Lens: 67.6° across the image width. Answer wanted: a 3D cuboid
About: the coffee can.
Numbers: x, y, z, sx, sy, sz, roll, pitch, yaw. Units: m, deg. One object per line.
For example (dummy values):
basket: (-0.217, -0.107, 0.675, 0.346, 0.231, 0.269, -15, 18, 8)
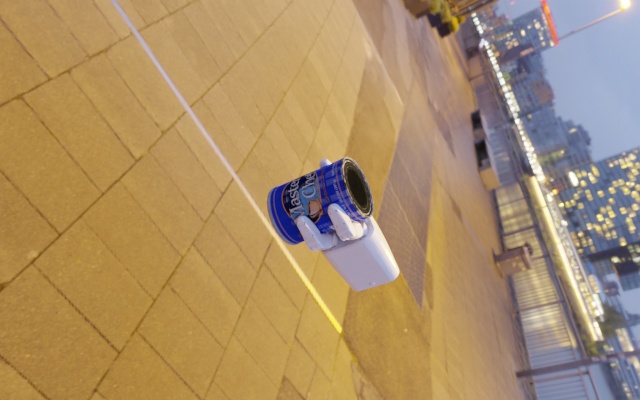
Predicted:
coffee can: (0.000, 0.002, 0.768, 0.140, 0.103, 0.103, -22, -9, 24)
